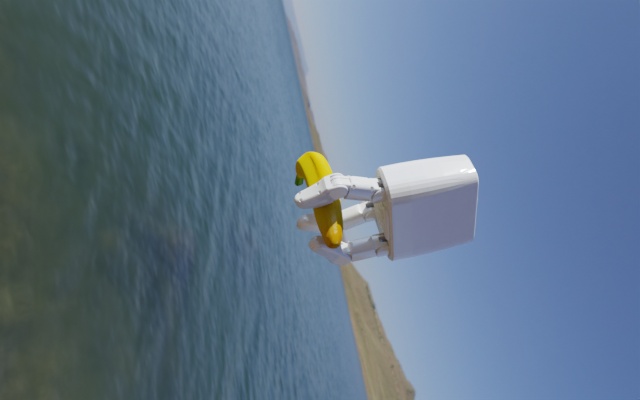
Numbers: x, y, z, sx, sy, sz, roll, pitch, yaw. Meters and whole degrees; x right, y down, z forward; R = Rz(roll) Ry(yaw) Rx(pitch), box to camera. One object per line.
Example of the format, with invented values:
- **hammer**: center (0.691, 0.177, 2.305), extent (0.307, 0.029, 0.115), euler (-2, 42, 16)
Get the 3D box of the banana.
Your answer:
- **banana**: center (-0.002, -0.016, 0.594), extent (0.037, 0.070, 0.197), euler (-9, 26, -9)
